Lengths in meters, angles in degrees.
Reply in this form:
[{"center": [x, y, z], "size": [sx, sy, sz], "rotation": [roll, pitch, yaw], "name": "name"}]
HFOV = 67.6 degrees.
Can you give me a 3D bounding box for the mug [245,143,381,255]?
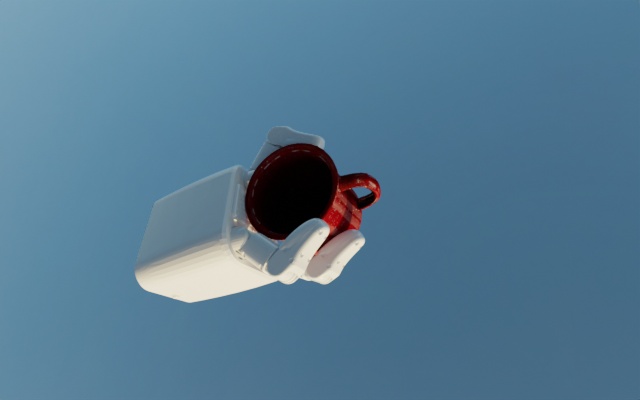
[{"center": [0.001, 0.001, 0.450], "size": [0.117, 0.093, 0.081], "rotation": [-18, -28, 19], "name": "mug"}]
